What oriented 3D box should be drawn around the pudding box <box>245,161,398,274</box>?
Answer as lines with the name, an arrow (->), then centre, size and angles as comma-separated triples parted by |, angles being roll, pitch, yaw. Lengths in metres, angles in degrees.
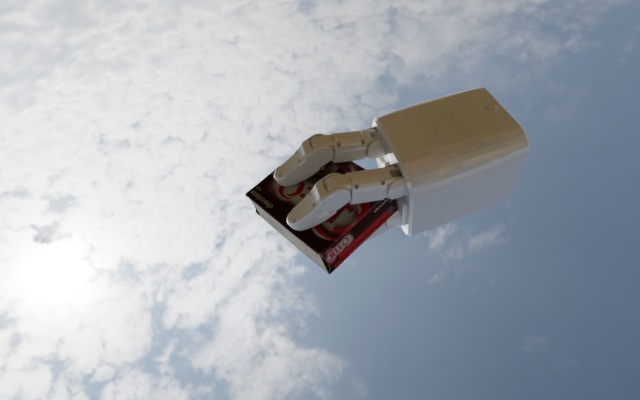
pudding box -> 0.000, 0.002, 0.441 | 0.090, 0.039, 0.113 | -41, 49, -18
